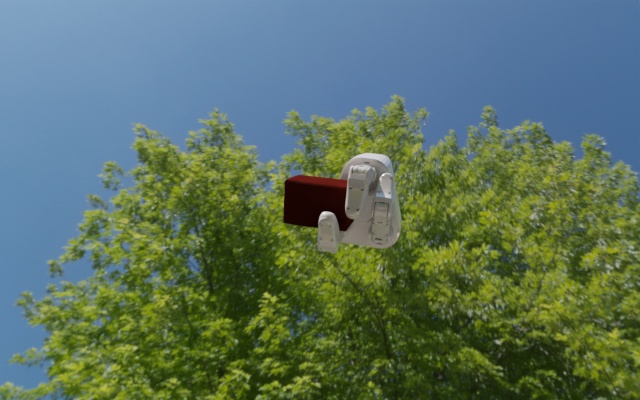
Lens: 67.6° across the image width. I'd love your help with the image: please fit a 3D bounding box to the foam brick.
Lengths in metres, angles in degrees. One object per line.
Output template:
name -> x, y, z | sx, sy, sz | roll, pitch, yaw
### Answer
foam brick -> 0.000, 0.002, 0.566 | 0.078, 0.053, 0.051 | 8, 13, 11
